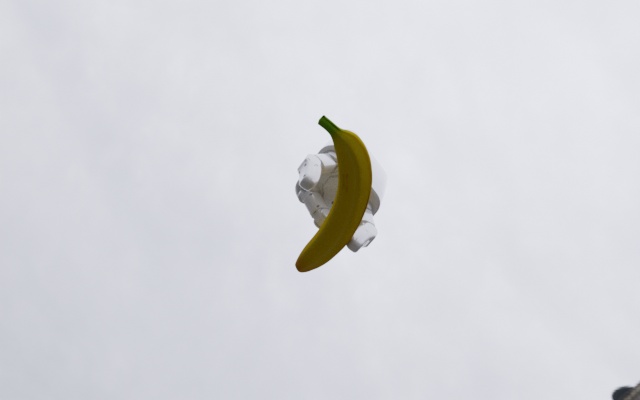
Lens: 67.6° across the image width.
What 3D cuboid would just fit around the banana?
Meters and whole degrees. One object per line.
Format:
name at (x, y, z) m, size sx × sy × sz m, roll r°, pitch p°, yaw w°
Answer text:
banana at (0.018, 0.003, 0.539) m, size 0.069 × 0.198 × 0.037 m, roll 15°, pitch 26°, yaw 9°
